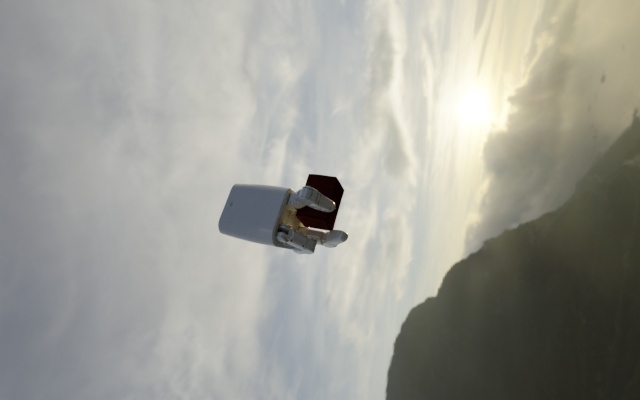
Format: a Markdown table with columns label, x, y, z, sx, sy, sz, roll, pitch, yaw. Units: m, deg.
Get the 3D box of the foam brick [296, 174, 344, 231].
| label | x | y | z | sx | sy | sz | roll | pitch | yaw |
| --- | --- | --- | --- | --- | --- | --- | --- | --- | --- |
| foam brick | 0.000 | 0.002 | 0.785 | 0.051 | 0.078 | 0.053 | 8 | -24 | 22 |
